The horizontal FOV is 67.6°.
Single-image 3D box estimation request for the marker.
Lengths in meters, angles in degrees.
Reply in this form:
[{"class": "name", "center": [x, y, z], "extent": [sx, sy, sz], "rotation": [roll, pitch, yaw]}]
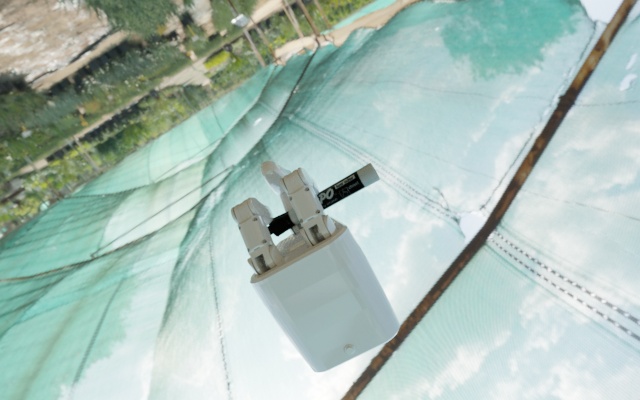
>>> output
[{"class": "marker", "center": [0.000, 0.001, 0.460], "extent": [0.121, 0.020, 0.020], "rotation": [-29, -6, 11]}]
